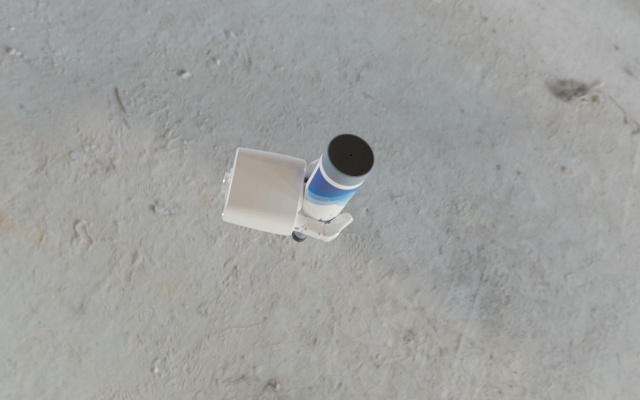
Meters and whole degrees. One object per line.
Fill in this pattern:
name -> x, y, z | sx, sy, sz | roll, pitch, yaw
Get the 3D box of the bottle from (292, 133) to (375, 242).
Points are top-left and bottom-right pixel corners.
bottle -> 0.000, 0.002, 0.743 | 0.069, 0.069, 0.296 | 0, -25, -17
